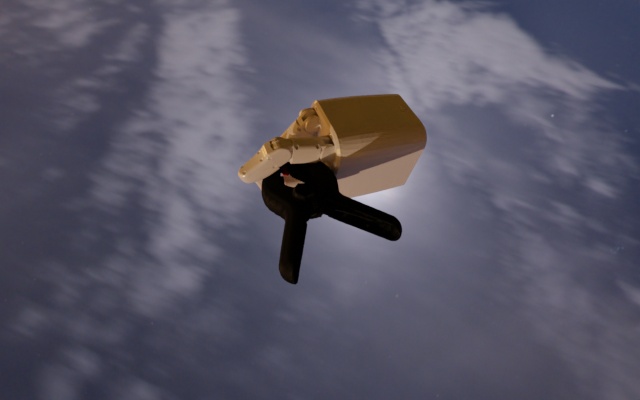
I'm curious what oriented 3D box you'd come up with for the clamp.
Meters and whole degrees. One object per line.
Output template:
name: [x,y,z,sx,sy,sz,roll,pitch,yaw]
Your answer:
clamp: [0.000,0.002,0.477,0.120,0.039,0.171,-10,46,-15]
